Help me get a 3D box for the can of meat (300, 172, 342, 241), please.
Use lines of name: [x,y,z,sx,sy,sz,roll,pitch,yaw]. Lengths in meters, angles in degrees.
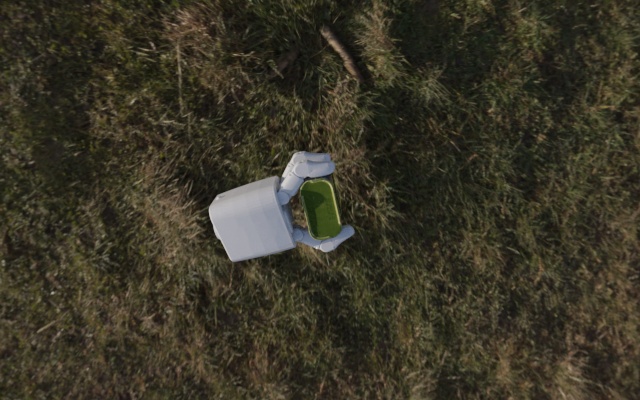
can of meat: [0.000,0.003,0.746,0.057,0.102,0.084,-13,16,3]
